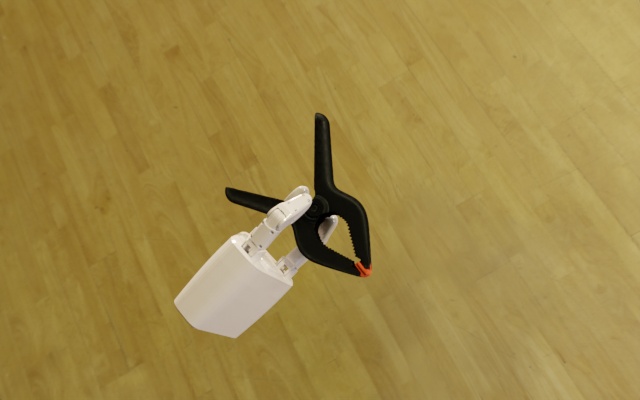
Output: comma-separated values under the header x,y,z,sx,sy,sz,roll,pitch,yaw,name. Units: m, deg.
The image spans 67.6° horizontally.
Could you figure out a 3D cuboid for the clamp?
x,y,z,sx,sy,sz,roll,pitch,yaw,name
0.000,0.002,0.590,0.210,0.164,0.036,45,3,17,clamp
